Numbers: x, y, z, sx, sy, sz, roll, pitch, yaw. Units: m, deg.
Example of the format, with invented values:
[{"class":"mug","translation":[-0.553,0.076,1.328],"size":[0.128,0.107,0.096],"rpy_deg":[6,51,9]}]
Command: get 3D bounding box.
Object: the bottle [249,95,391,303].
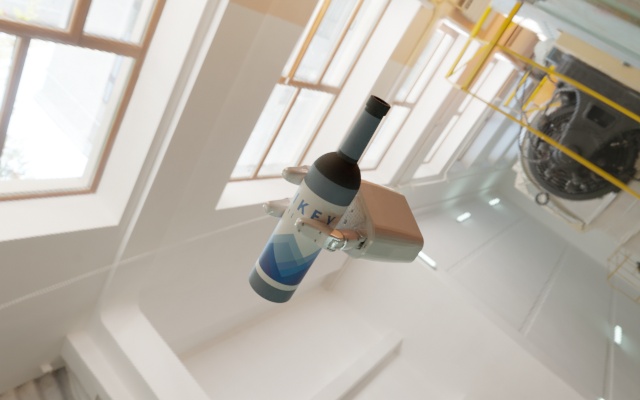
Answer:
[{"class":"bottle","translation":[0.000,0.002,0.605],"size":[0.069,0.296,0.069],"rpy_deg":[26,23,-12]}]
